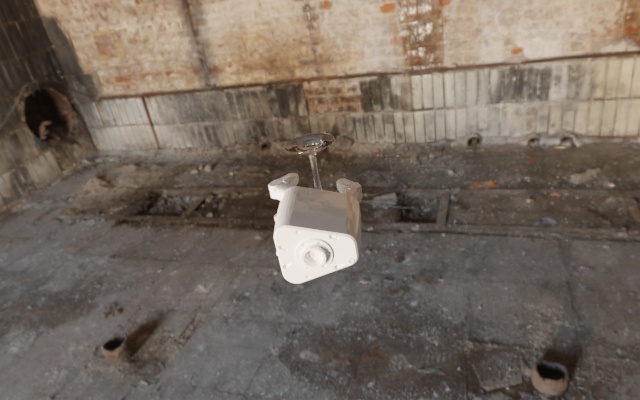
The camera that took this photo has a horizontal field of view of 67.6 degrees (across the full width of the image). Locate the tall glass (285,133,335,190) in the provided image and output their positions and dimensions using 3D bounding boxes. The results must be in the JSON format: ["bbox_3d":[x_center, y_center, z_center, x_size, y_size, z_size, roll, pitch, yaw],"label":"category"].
[{"bbox_3d":[0.000,0.002,0.741,0.079,0.201,0.079,-8,28,4],"label":"tall glass"}]
